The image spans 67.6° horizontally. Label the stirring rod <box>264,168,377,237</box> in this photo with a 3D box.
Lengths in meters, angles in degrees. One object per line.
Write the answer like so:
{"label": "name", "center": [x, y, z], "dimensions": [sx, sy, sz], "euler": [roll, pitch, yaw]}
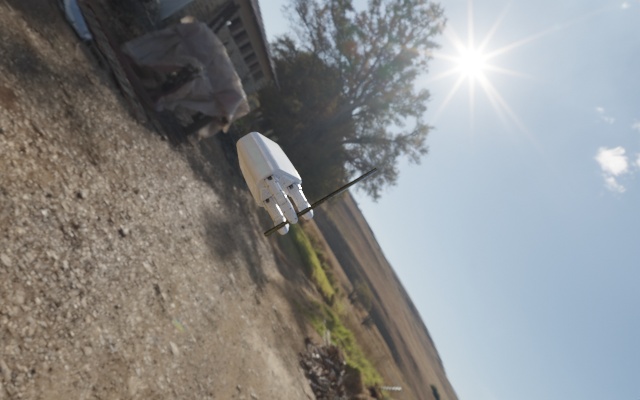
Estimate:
{"label": "stirring rod", "center": [0.000, 0.003, 0.887], "dimensions": [0.239, 0.011, 0.011], "euler": [-31, 0, -1]}
